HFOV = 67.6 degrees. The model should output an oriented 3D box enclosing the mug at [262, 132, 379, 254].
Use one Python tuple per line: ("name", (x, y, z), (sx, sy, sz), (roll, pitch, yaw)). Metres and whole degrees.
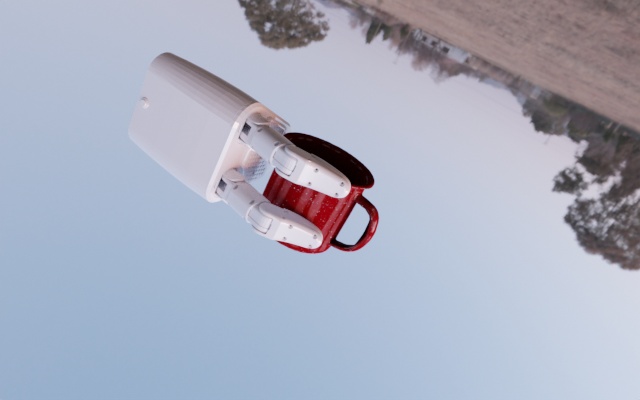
("mug", (0.001, 0.002, 0.440), (0.117, 0.081, 0.093), (35, 24, 16))
